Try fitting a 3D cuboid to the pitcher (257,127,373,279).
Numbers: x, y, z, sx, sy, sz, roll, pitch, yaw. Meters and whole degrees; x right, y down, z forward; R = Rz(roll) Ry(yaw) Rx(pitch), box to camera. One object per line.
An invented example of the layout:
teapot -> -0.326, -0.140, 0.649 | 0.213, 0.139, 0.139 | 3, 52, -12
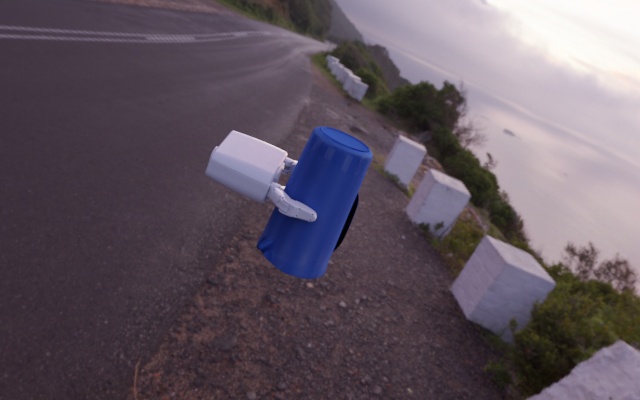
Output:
pitcher -> 0.000, 0.003, 0.828 | 0.145, 0.243, 0.149 | 24, 20, -2
